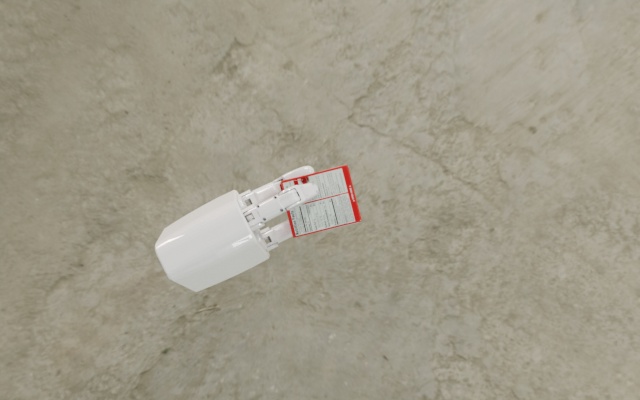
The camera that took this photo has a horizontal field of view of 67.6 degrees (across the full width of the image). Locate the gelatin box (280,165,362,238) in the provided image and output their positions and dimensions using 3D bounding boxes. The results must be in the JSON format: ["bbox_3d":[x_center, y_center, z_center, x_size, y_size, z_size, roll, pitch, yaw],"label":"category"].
[{"bbox_3d":[0.000,0.002,0.599,0.089,0.073,0.030,-14,-4,1],"label":"gelatin box"}]
